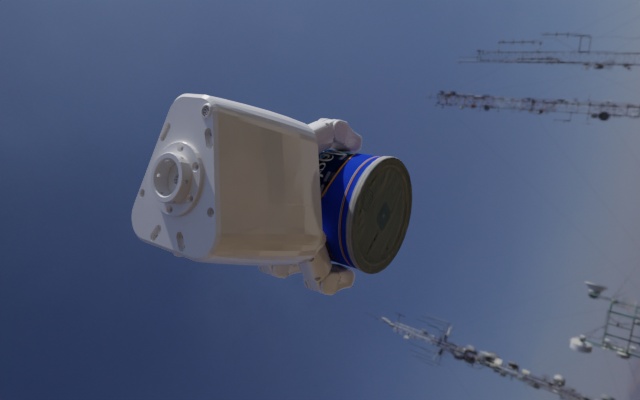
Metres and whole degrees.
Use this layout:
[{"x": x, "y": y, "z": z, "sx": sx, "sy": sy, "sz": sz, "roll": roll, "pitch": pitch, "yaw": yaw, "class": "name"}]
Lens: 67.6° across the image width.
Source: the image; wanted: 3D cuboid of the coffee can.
[{"x": 0.000, "y": 0.001, "z": 0.450, "sx": 0.140, "sy": 0.103, "sz": 0.103, "roll": 12, "pitch": 7, "yaw": 35, "class": "coffee can"}]
